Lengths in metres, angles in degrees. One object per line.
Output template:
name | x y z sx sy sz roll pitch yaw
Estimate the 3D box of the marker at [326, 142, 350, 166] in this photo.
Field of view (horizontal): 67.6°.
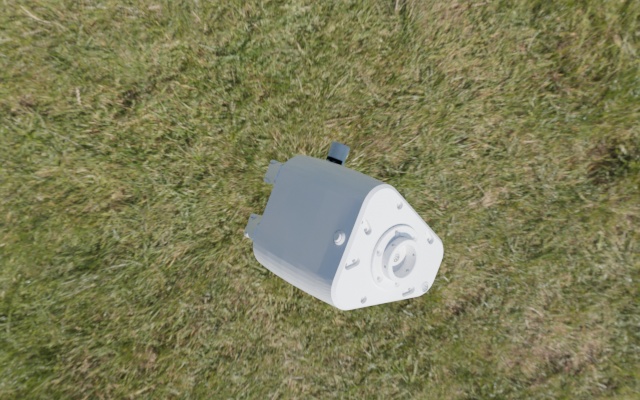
marker | 0.000 0.002 0.473 0.020 0.121 0.020 20 1 0
